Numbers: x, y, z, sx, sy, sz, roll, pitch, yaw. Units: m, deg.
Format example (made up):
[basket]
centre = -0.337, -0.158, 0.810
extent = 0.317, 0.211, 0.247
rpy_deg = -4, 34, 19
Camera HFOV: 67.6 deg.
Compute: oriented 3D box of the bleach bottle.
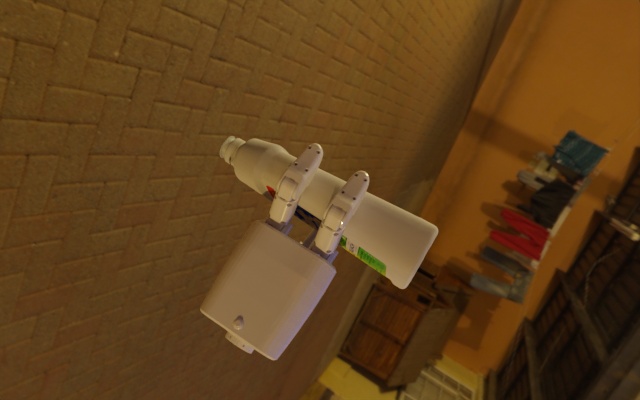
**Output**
[bleach bottle]
centre = 0.000, 0.002, 0.525
extent = 0.251, 0.068, 0.103
rpy_deg = 30, -13, 14
